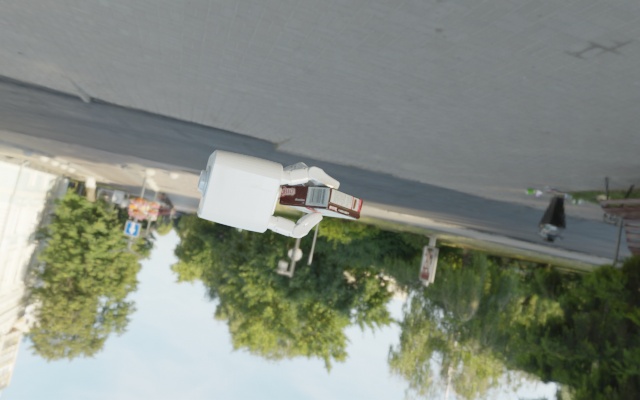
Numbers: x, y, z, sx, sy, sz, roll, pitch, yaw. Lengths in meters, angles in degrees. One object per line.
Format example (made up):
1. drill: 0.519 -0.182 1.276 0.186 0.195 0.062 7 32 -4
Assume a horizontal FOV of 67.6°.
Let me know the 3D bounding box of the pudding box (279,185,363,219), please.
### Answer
1. pudding box: 0.000 0.003 0.806 0.113 0.039 0.090 7 -7 42
